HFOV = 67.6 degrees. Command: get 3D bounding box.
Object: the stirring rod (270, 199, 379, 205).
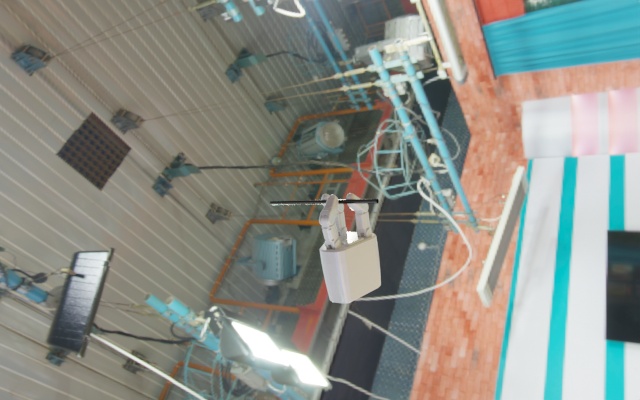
[{"bbox_3d":[0.000,0.003,0.900,0.239,0.011,0.011,-1,-1,34],"label":"stirring rod"}]
